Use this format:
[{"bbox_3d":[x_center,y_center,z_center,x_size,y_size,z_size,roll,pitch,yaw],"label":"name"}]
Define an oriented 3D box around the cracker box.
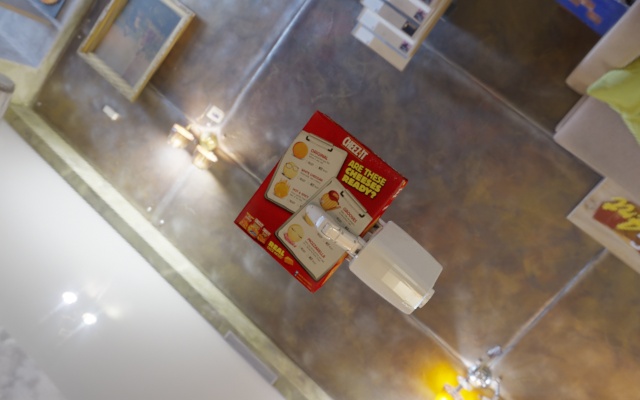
[{"bbox_3d":[0.000,0.002,0.714,0.164,0.214,0.072,40,12,10],"label":"cracker box"}]
